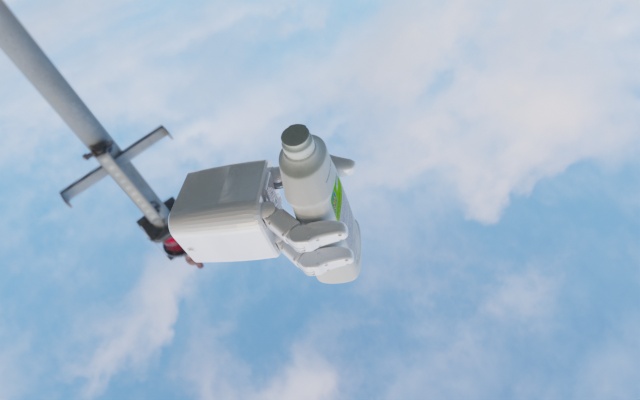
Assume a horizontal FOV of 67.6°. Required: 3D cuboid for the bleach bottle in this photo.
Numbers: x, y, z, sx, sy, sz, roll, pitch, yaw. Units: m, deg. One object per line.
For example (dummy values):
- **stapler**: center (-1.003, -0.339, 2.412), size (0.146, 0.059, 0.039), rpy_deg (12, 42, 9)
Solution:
- **bleach bottle**: center (0.000, 0.002, 0.554), size (0.068, 0.102, 0.251), rpy_deg (-6, -35, 9)
